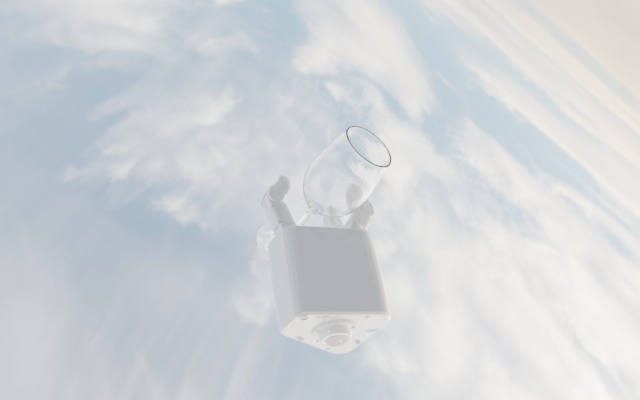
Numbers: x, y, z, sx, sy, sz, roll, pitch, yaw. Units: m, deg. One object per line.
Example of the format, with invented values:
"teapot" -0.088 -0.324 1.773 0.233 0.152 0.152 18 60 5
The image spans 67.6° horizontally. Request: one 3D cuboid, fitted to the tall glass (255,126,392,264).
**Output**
"tall glass" 0.000 0.002 0.578 0.079 0.079 0.201 0 -39 -43
